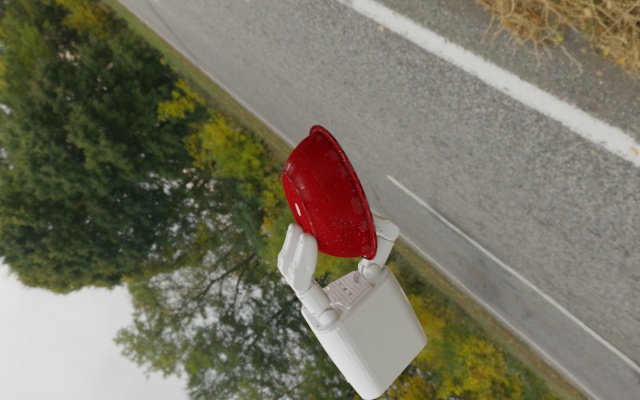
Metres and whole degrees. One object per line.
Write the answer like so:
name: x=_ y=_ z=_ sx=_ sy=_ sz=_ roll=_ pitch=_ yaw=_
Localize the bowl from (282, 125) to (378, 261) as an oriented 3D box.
bowl: x=-0.001 y=0.001 z=0.525 sx=0.055 sy=0.162 sz=0.162 roll=-23 pitch=5 yaw=-12
